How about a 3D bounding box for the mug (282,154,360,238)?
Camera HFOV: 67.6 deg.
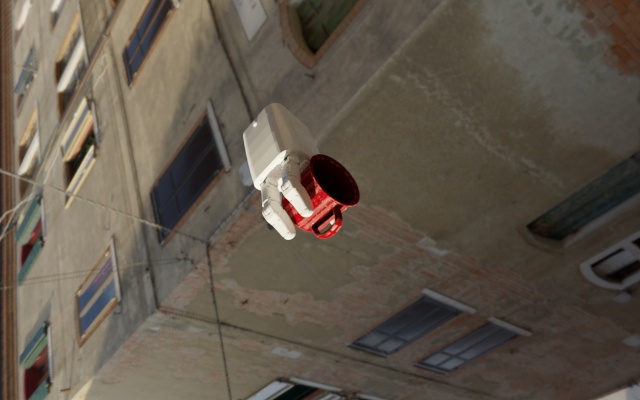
[{"bbox_3d":[0.000,0.004,0.695,0.093,0.117,0.081,14,-45,-41],"label":"mug"}]
